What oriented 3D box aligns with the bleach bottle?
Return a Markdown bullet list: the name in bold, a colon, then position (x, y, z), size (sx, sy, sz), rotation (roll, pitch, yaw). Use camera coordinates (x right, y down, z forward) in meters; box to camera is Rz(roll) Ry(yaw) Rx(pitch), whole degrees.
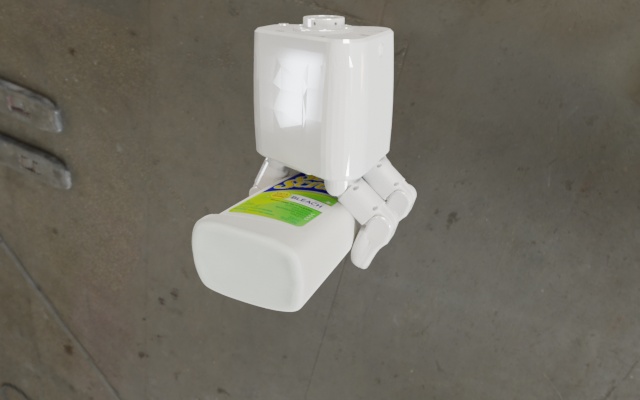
- **bleach bottle**: position (0.000, 0.002, 0.449), size (0.102, 0.068, 0.250), rotation (12, 28, 23)
